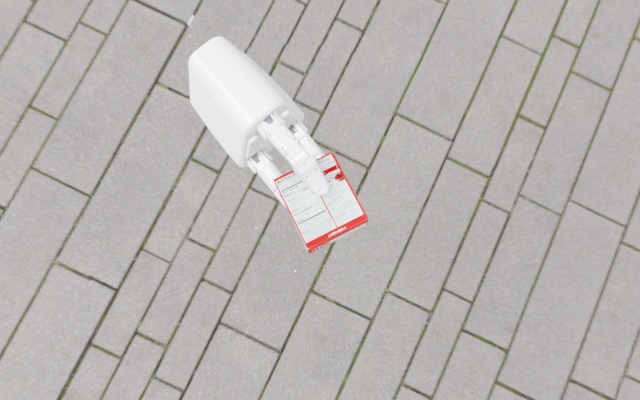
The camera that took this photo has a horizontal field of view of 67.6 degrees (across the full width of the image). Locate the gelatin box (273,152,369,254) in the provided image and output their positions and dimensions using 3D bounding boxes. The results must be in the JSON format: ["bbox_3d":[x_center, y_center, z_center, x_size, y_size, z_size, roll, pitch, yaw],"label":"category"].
[{"bbox_3d":[0.000,0.002,0.519,0.073,0.089,0.030,-27,-14,-5],"label":"gelatin box"}]
